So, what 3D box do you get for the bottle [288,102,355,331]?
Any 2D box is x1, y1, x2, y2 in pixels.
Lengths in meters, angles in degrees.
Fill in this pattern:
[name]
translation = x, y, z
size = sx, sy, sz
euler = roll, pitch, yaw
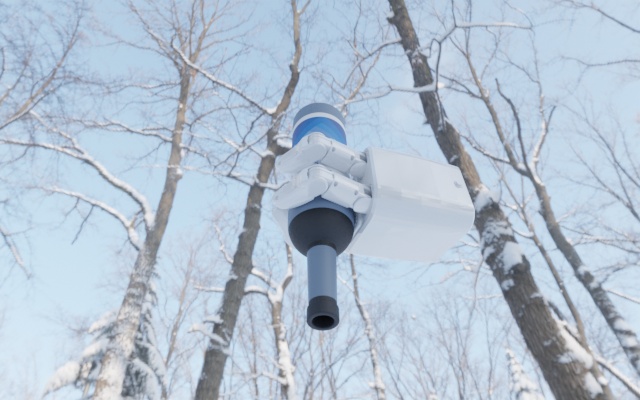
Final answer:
[bottle]
translation = 0.000, 0.001, 0.501
size = 0.069, 0.069, 0.295
euler = 0, 42, -1
